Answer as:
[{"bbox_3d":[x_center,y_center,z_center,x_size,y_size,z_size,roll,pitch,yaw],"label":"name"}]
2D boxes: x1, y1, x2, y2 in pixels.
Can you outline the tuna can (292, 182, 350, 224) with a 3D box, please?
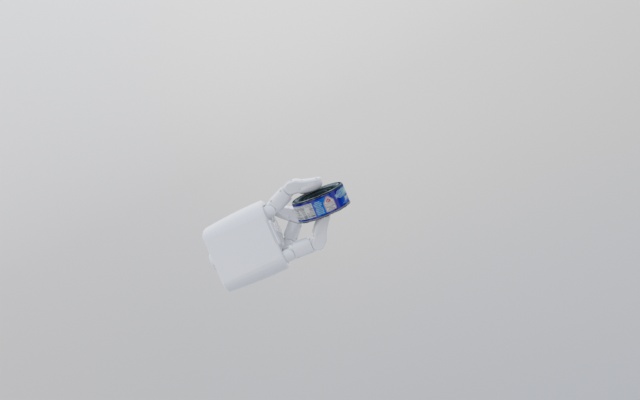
[{"bbox_3d":[0.000,0.002,0.730,0.086,0.034,0.086,-22,9,4],"label":"tuna can"}]
